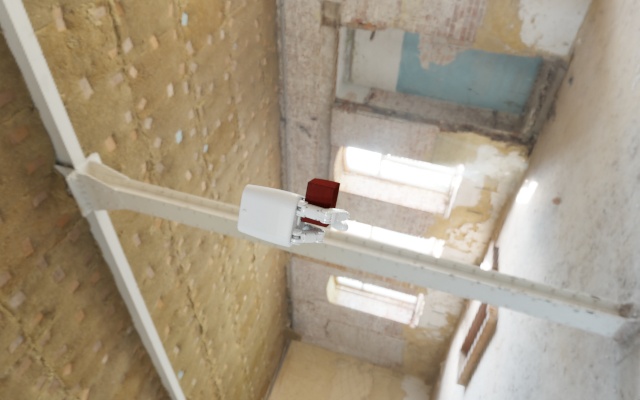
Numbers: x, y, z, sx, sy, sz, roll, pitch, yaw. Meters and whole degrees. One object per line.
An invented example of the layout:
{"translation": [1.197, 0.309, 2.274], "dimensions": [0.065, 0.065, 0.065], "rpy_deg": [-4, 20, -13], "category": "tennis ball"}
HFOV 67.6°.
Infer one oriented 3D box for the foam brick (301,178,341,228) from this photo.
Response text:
{"translation": [0.000, 0.003, 0.880], "dimensions": [0.051, 0.078, 0.053], "rpy_deg": [14, 15, 12], "category": "foam brick"}
